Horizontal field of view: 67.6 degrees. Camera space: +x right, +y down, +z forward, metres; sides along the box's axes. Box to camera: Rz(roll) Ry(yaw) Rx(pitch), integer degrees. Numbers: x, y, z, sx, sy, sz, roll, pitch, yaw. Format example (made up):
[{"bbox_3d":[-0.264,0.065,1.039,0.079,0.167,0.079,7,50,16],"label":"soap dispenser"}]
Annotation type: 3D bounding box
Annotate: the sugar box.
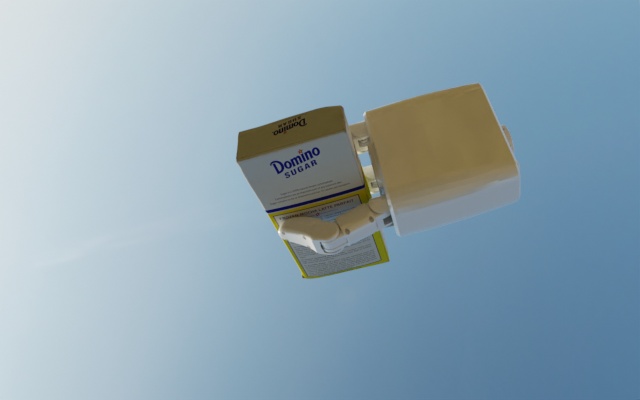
[{"bbox_3d":[0.000,0.001,0.439,0.093,0.048,0.176,-14,-47,9],"label":"sugar box"}]
